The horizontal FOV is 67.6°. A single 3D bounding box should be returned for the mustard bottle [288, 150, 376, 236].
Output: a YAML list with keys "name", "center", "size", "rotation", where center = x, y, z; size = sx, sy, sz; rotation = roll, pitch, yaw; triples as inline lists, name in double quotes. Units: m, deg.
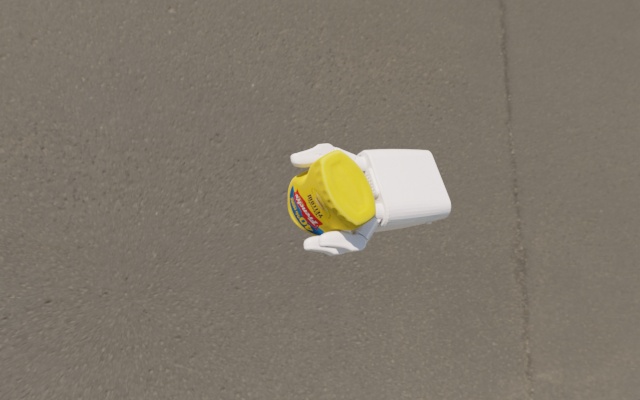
- name: "mustard bottle"
  center: [0.000, 0.002, 0.648]
  size: [0.058, 0.096, 0.192]
  rotation: [-32, 2, -24]
